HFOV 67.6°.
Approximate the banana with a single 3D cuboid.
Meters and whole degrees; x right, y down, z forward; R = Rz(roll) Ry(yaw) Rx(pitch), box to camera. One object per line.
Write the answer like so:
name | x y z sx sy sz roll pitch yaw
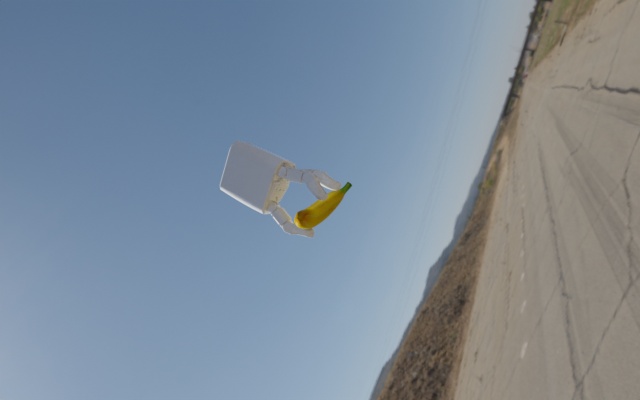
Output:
banana | -0.005 0.016 0.888 0.037 0.070 0.197 34 32 13
